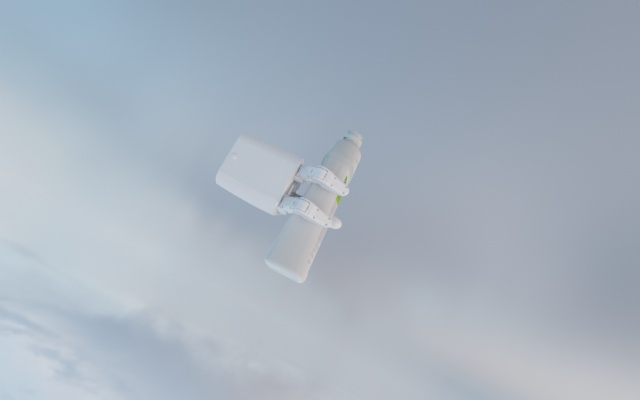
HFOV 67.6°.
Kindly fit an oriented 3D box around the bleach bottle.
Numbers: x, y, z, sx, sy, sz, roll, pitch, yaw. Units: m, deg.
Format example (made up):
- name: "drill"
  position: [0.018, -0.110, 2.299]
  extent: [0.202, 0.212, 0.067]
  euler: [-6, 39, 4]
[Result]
- name: "bleach bottle"
  position: [0.000, 0.003, 0.757]
  extent: [0.068, 0.250, 0.102]
  euler: [26, -15, 6]
